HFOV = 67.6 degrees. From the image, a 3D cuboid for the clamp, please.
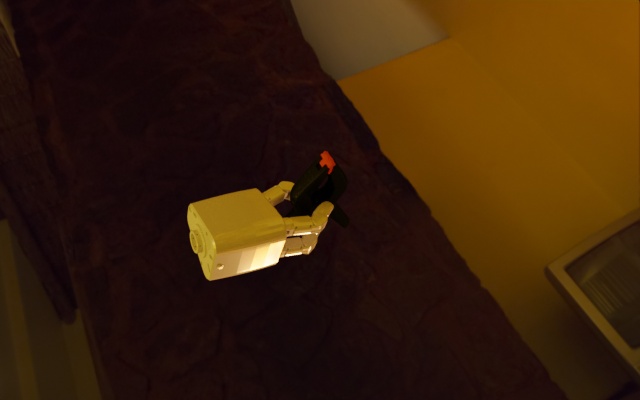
[{"bbox_3d":[0.000,0.002,0.756,0.164,0.036,0.210,-13,-34,-30],"label":"clamp"}]
